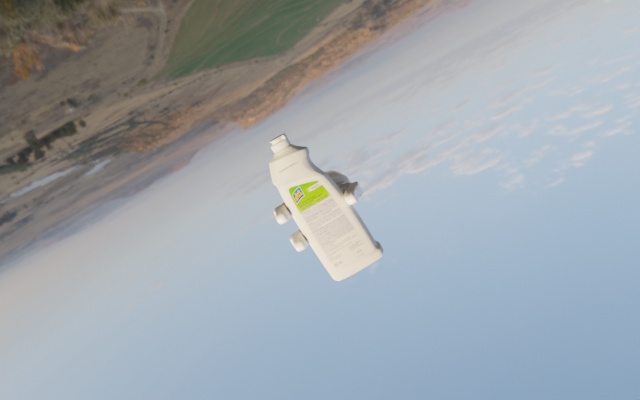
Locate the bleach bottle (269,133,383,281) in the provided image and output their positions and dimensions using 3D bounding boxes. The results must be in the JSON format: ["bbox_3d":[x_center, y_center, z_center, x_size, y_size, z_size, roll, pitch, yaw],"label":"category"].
[{"bbox_3d":[0.000,0.003,0.778,0.102,0.251,0.068,-31,12,-1],"label":"bleach bottle"}]
